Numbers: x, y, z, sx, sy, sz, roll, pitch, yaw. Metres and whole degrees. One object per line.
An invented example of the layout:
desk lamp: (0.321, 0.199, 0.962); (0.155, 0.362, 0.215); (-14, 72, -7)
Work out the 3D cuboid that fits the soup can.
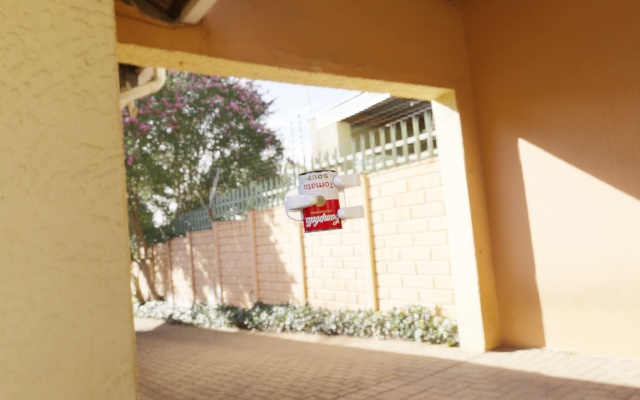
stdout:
soup can: (0.000, 0.002, 0.815); (0.068, 0.102, 0.068); (-6, -3, 0)
